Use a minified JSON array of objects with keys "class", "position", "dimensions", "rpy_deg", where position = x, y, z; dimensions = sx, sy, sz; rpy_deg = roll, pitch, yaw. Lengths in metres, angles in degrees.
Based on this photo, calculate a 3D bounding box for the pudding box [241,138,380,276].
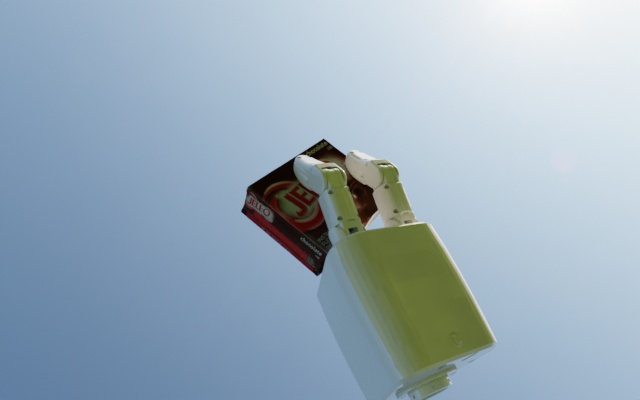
[{"class":"pudding box","position":[0.000,0.002,0.426],"dimensions":[0.090,0.039,0.113],"rpy_deg":[39,43,13]}]
